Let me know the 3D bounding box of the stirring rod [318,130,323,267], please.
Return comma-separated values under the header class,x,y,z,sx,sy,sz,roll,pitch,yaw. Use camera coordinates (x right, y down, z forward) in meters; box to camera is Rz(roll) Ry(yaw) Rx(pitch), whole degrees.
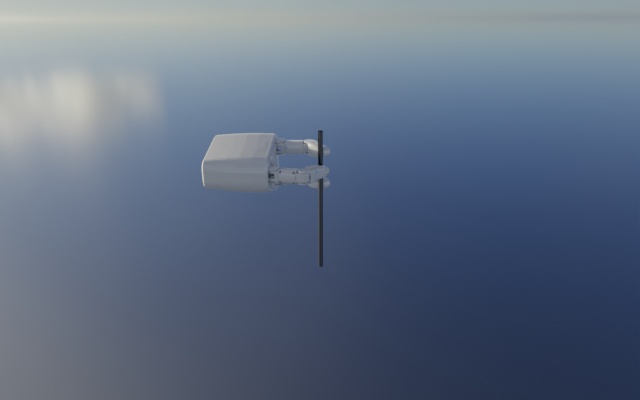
class,x,y,z,sx,sy,sz,roll,pitch,yaw
stirring rod,0.000,0.003,0.797,0.011,0.240,0.011,0,21,0
